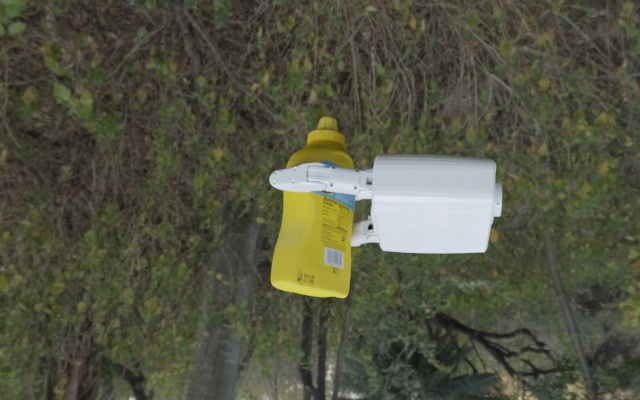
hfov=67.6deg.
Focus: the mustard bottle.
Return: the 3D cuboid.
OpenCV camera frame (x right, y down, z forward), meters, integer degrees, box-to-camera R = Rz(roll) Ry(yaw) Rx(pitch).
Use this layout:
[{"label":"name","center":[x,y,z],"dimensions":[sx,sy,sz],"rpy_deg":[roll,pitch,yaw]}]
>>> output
[{"label":"mustard bottle","center":[0.000,0.002,0.504],"dimensions":[0.058,0.191,0.096],"rpy_deg":[-6,-20,38]}]
